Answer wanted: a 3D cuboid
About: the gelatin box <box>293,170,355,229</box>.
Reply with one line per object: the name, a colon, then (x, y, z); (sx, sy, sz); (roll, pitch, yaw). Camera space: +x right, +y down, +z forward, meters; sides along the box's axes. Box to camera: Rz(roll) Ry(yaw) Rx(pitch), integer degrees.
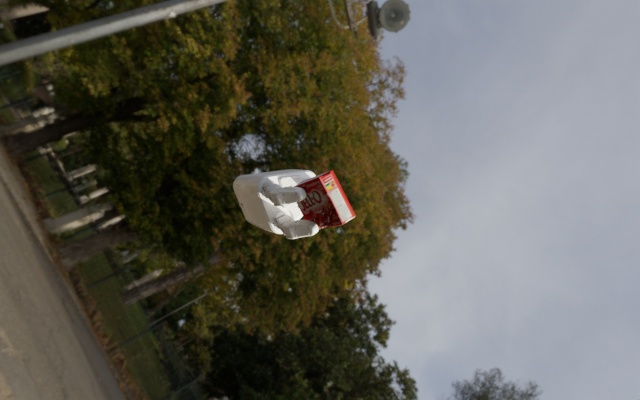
gelatin box: (0.001, 0.002, 0.682); (0.030, 0.073, 0.089); (-31, 8, -32)
